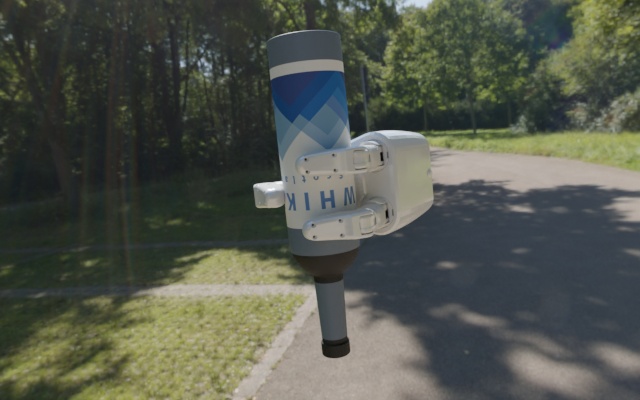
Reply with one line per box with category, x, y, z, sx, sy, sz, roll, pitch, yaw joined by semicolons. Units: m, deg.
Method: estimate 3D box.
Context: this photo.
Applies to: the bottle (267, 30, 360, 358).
bottle;0.000;0.001;0.444;0.069;0.296;0.069;-6;7;1
